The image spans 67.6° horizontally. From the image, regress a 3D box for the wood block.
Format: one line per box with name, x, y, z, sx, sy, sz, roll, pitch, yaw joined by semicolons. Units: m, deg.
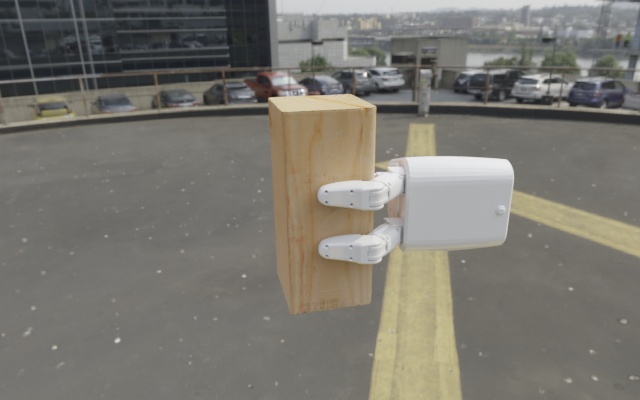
wood block;0.000;0.001;0.495;0.090;0.206;0.090;-5;21;-12
